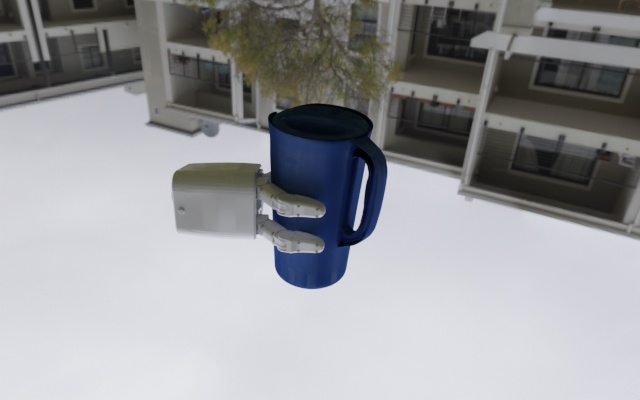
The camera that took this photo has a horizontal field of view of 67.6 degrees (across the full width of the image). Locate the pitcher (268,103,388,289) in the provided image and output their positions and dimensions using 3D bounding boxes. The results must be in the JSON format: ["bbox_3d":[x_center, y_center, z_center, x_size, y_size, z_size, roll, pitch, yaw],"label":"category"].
[{"bbox_3d":[0.000,0.002,0.648,0.145,0.243,0.149,2,29,-4],"label":"pitcher"}]
